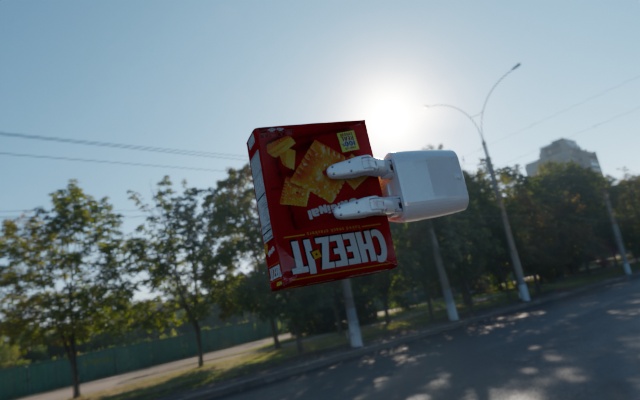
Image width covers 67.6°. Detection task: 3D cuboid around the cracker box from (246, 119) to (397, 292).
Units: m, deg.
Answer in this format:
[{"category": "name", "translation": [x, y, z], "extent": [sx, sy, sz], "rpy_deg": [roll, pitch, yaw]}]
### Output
[{"category": "cracker box", "translation": [0.000, 0.002, 0.651], "extent": [0.164, 0.213, 0.072], "rpy_deg": [-7, -13, -20]}]
